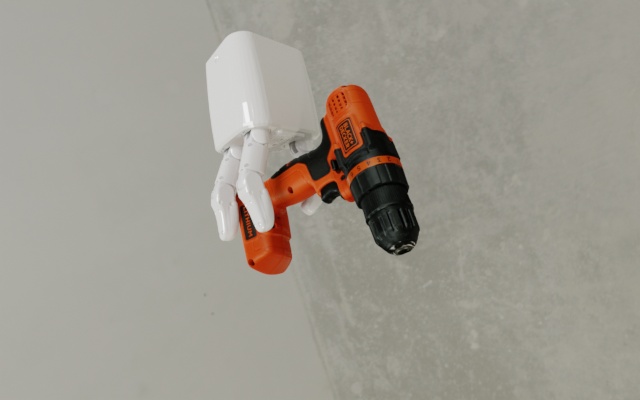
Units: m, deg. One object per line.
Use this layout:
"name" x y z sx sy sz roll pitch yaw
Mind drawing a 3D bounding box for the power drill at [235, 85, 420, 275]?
"power drill" 0.000 0.002 0.477 0.188 0.184 0.057 -35 -37 28
